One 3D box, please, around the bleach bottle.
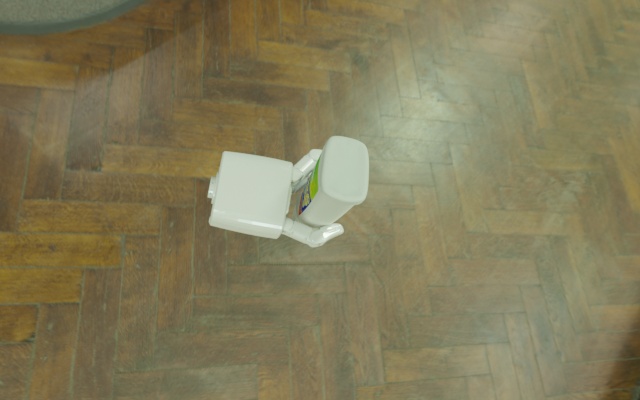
[{"bbox_3d":[0.000,0.002,0.746,0.068,0.102,0.251,12,-26,-12],"label":"bleach bottle"}]
